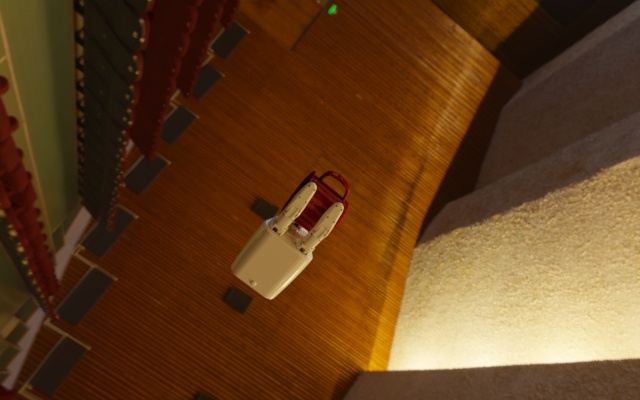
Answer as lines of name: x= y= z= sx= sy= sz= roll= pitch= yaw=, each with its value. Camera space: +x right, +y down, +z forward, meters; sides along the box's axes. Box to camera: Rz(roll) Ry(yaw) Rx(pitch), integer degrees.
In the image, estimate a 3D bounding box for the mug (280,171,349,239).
mug: x=0.001 y=0.002 z=0.795 sx=0.081 sy=0.117 sz=0.093 roll=38 pitch=20 yaw=-9
